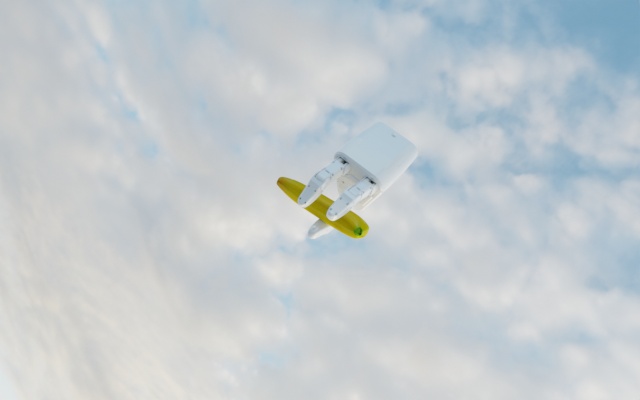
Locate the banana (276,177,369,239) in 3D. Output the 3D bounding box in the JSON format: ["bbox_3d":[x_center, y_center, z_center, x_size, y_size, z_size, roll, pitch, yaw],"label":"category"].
[{"bbox_3d":[0.011,0.013,0.746,0.197,0.037,0.070,30,-12,40],"label":"banana"}]
